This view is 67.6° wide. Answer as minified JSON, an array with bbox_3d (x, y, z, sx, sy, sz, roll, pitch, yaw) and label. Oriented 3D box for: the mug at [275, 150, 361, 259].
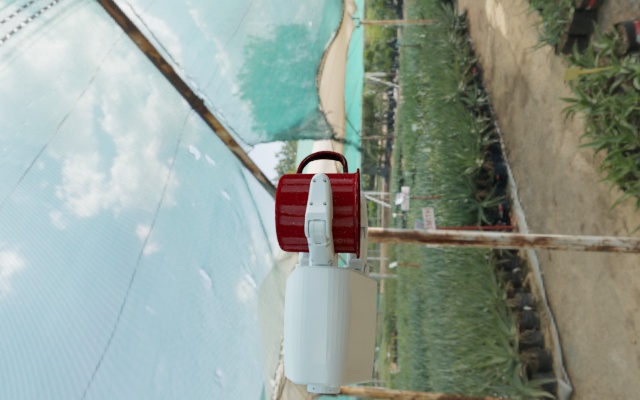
[{"bbox_3d":[0.000,0.000,0.495,0.081,0.117,0.093,0,-19,6],"label":"mug"}]
